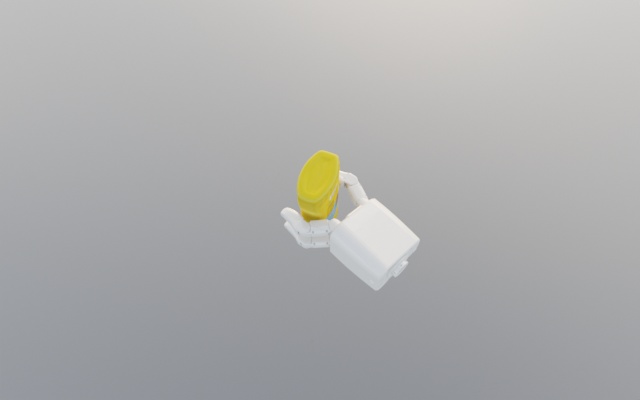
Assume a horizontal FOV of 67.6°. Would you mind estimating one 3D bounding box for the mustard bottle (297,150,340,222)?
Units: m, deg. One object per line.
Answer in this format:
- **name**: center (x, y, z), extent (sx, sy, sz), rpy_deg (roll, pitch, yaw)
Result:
- **mustard bottle**: center (0.000, 0.002, 0.814), extent (0.058, 0.096, 0.192), rpy_deg (18, -24, 11)
